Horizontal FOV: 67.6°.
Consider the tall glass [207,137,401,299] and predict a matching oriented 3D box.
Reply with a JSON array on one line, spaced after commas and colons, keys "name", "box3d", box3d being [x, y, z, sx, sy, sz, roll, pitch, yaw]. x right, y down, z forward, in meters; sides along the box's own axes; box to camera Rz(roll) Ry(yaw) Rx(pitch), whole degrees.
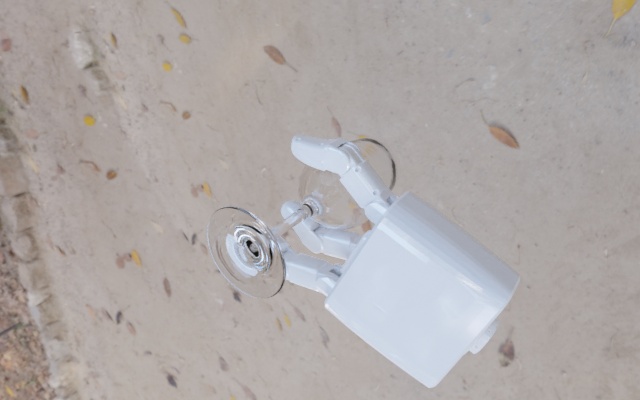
[{"name": "tall glass", "box3d": [0.000, 0.001, 0.417, 0.079, 0.079, 0.201, 0, 22, 36]}]
